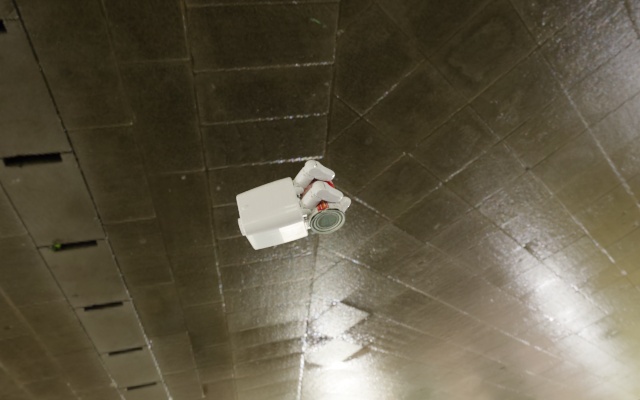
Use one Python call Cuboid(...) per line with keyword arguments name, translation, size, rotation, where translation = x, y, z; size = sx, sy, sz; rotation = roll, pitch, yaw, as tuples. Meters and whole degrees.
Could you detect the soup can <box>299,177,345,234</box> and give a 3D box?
Cuboid(name="soup can", translation=(0.001, 0.003, 0.878), size=(0.068, 0.102, 0.069), rotation=(-11, -42, -10))
